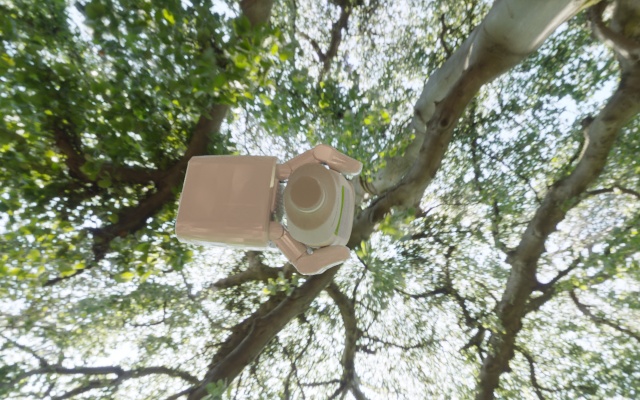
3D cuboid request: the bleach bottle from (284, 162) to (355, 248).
[{"bbox_3d":[0.000,0.002,0.537,0.068,0.102,0.251,4,-8,6],"label":"bleach bottle"}]
